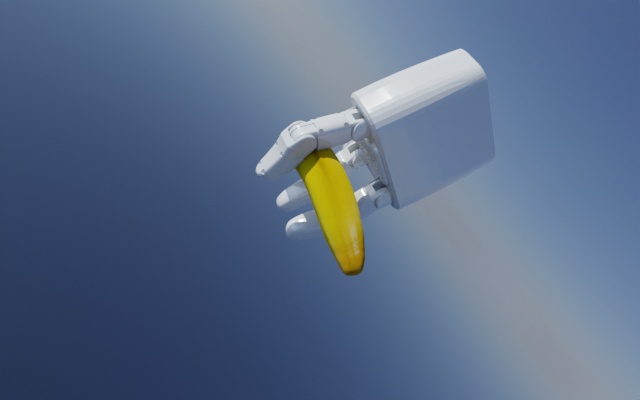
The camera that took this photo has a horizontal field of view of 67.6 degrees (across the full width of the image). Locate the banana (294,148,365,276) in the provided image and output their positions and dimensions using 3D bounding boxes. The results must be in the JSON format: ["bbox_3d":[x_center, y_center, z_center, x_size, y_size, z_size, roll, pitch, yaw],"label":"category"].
[{"bbox_3d":[-0.002,-0.016,0.419,0.037,0.070,0.197,-12,31,-15],"label":"banana"}]
